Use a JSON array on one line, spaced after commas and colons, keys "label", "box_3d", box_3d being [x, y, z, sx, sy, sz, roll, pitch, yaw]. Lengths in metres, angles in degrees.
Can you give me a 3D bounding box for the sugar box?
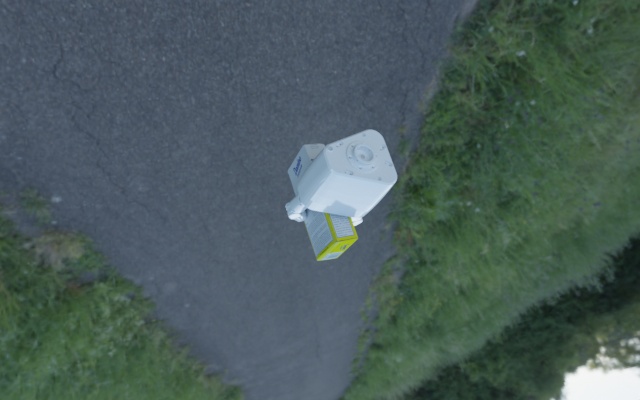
[{"label": "sugar box", "box_3d": [0.001, 0.003, 0.792, 0.048, 0.176, 0.093, -6, -23, -26]}]
